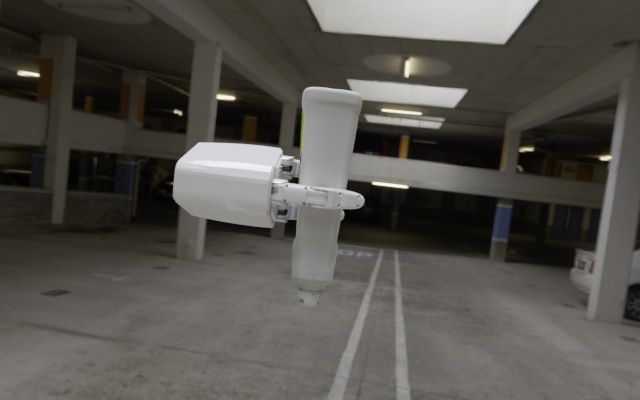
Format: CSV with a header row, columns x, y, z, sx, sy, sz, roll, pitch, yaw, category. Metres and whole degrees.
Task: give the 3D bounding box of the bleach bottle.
x,y,z,sx,sy,sz,roll,pitch,yaw,category
0.000,0.002,0.564,0.068,0.251,0.102,6,4,0,bleach bottle
